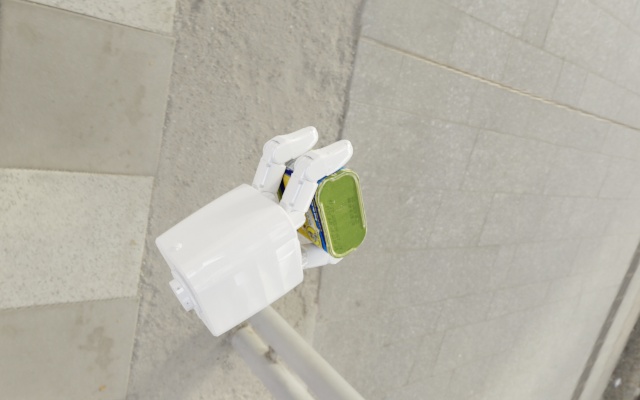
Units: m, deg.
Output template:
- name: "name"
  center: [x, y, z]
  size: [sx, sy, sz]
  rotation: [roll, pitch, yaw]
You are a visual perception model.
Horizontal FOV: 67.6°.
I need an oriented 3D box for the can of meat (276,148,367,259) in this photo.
- name: "can of meat"
  center: [0.000, 0.002, 0.507]
  size: [0.057, 0.102, 0.084]
  rotation: [-30, 36, -24]
